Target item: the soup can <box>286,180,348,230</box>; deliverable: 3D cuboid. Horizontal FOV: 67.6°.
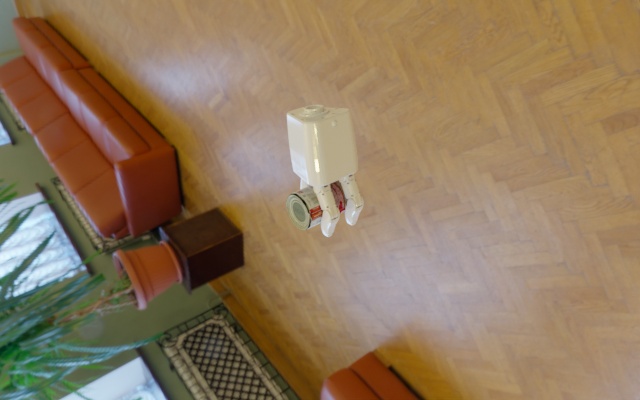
[{"bbox_3d":[0.000,0.003,0.832,0.102,0.068,0.068,-24,13,-33],"label":"soup can"}]
